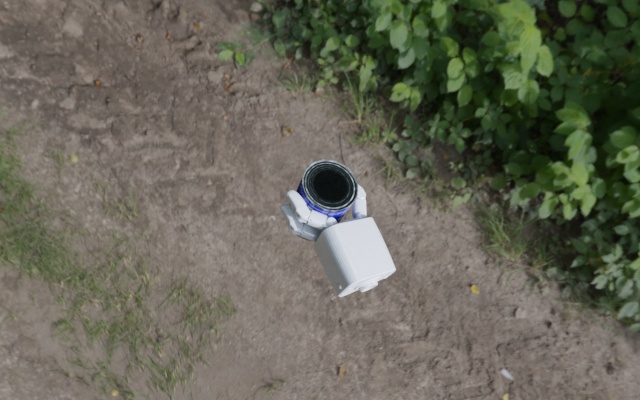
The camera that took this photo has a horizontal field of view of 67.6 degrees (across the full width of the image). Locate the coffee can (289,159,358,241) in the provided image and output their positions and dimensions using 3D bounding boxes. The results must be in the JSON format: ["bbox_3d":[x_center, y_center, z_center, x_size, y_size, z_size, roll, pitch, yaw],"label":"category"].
[{"bbox_3d":[0.000,0.003,0.890,0.103,0.102,0.140,0,-26,-16],"label":"coffee can"}]
